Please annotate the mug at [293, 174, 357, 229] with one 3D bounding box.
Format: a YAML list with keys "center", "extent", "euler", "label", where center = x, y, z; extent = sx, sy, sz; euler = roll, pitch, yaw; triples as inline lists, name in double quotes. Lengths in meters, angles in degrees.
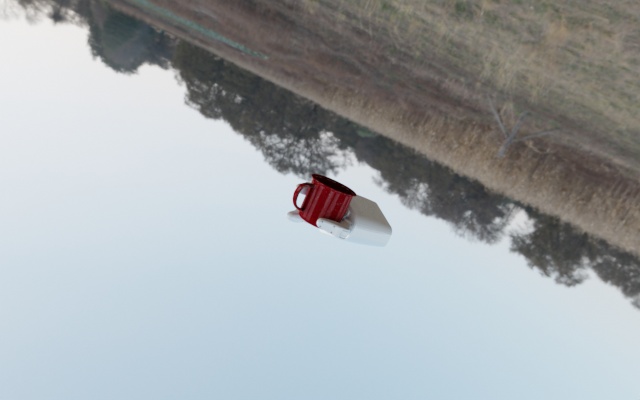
- center: [-0.001, 0.003, 0.896]
  extent: [0.117, 0.081, 0.093]
  euler: [16, 15, -34]
  label: "mug"
